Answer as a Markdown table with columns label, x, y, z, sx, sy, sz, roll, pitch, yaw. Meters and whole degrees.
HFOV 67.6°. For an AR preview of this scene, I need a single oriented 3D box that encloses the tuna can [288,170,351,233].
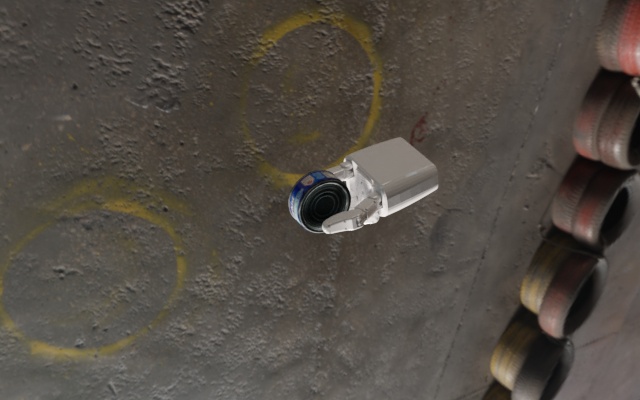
| label | x | y | z | sx | sy | sz | roll | pitch | yaw |
| --- | --- | --- | --- | --- | --- | --- | --- | --- | --- |
| tuna can | 0.000 | 0.002 | 0.676 | 0.086 | 0.086 | 0.033 | 0 | 25 | -31 |
